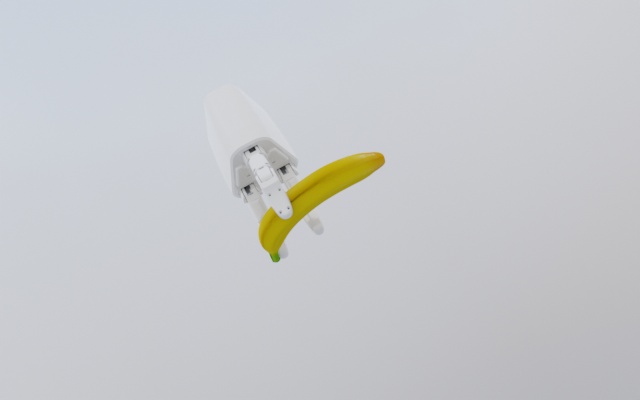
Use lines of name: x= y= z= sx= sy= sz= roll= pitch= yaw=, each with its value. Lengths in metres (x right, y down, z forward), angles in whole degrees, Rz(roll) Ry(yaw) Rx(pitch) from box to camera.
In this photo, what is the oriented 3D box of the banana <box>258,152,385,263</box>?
banana: x=-0.012 y=0.000 z=0.570 sx=0.198 sy=0.037 sz=0.070 roll=-41 pitch=-29 yaw=17
